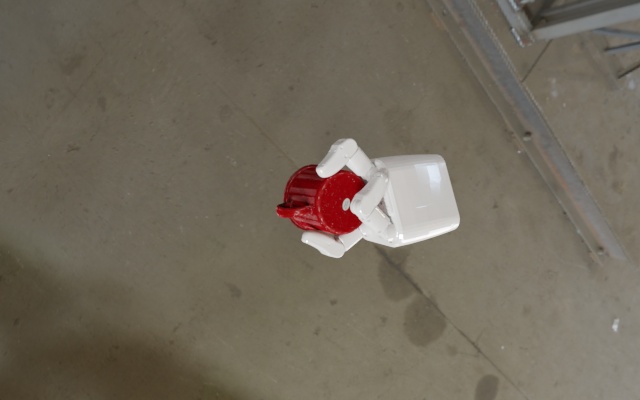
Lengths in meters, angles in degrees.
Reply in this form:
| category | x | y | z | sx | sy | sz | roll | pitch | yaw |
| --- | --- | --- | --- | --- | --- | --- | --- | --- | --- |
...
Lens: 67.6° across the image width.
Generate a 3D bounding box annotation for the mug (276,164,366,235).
| category | x | y | z | sx | sy | sz | roll | pitch | yaw |
| --- | --- | --- | --- | --- | --- | --- | --- | --- | --- |
| mug | -0.001 | 0.002 | 0.617 | 0.117 | 0.093 | 0.081 | -11 | 10 | -29 |
